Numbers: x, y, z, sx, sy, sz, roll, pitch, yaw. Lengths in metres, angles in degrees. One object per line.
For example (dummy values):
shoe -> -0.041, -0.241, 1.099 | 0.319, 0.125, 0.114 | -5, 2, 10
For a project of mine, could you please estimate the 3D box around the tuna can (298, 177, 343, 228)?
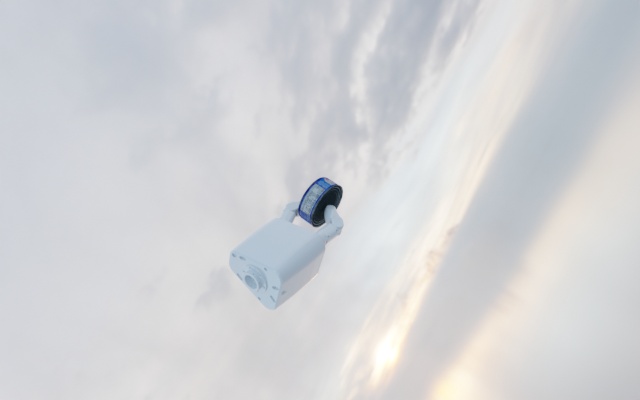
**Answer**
tuna can -> 0.000, 0.002, 0.833 | 0.033, 0.086, 0.086 | 33, 15, 24
